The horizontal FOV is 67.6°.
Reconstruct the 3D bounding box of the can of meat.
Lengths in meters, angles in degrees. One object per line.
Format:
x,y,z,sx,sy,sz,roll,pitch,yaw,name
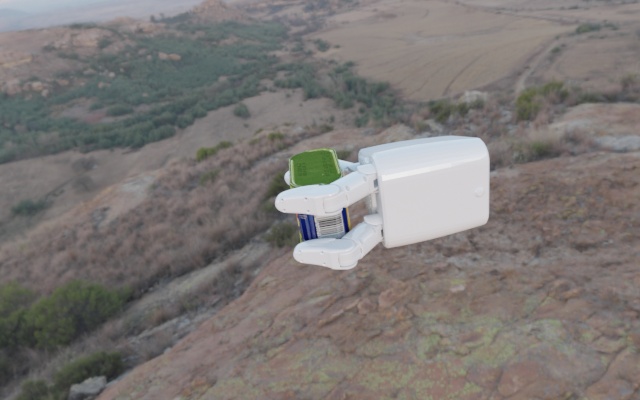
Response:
0.000,0.001,0.495,0.057,0.084,0.102,-10,27,-1,can of meat
